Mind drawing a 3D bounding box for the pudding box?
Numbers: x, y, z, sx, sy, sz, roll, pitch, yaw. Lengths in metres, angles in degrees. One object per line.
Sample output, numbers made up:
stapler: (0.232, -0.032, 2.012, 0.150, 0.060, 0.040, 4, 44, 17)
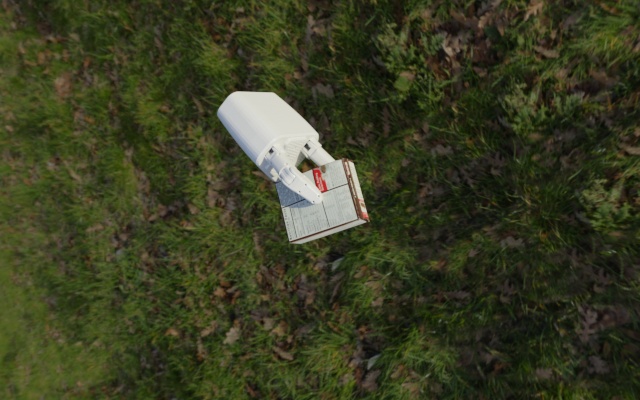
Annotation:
pudding box: (0.000, 0.002, 0.652, 0.113, 0.090, 0.039, -20, -12, 24)
